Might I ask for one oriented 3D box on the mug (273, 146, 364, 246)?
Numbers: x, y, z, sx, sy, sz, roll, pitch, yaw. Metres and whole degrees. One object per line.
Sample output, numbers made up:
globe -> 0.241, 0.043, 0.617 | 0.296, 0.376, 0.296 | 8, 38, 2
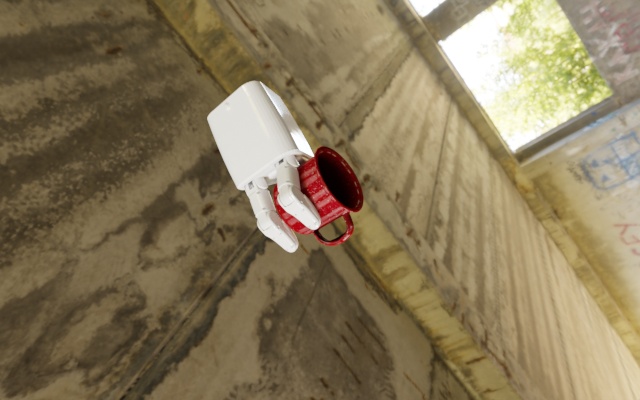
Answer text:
mug -> 0.001, 0.003, 0.605 | 0.081, 0.117, 0.093 | -32, -10, 28
